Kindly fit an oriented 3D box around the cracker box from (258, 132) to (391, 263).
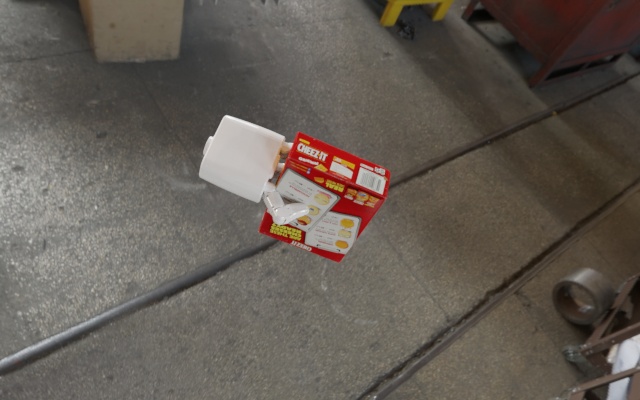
[{"bbox_3d":[0.000,0.003,0.811,0.164,0.072,0.214,22,-39,-6],"label":"cracker box"}]
